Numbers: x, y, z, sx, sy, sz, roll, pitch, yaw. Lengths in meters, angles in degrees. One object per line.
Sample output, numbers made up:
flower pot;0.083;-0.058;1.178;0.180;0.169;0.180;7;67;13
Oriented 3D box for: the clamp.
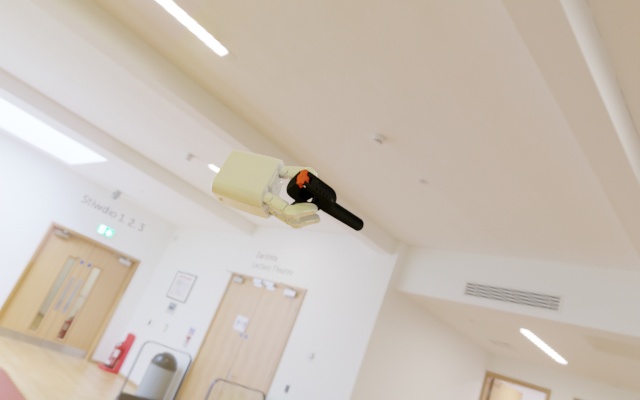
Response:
clamp;0.000;0.002;0.897;0.164;0.036;0.210;13;-20;11
